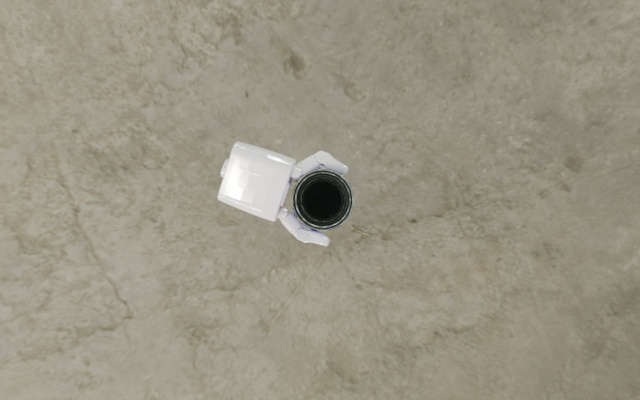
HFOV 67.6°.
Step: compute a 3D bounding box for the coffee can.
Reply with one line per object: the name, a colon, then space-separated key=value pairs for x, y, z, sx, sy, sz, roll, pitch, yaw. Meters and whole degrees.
coffee can: x=0.000 y=0.003 z=0.841 sx=0.103 sy=0.103 sz=0.140 roll=0 pitch=-3 yaw=-3
